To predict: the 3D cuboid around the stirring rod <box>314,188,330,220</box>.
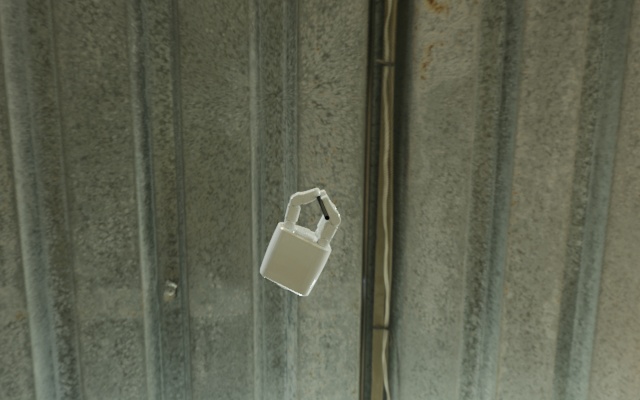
[{"bbox_3d":[0.000,0.003,0.877,0.011,0.011,0.239,0,12,-5],"label":"stirring rod"}]
